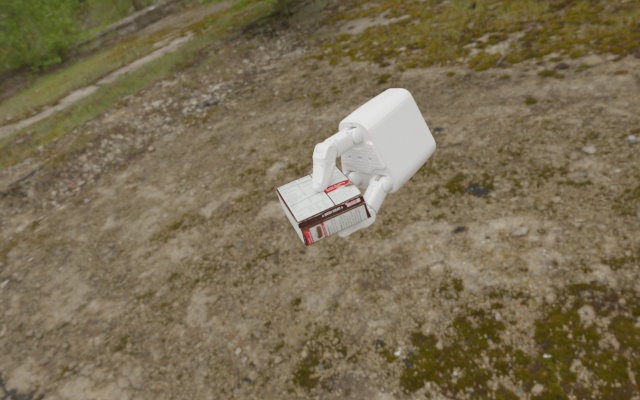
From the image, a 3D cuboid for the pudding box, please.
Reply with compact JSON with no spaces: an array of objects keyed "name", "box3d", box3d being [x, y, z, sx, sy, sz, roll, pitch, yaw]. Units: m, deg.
[{"name":"pudding box","box3d":[0.000,0.002,0.611,0.090,0.039,0.113,-25,28,-7]}]
